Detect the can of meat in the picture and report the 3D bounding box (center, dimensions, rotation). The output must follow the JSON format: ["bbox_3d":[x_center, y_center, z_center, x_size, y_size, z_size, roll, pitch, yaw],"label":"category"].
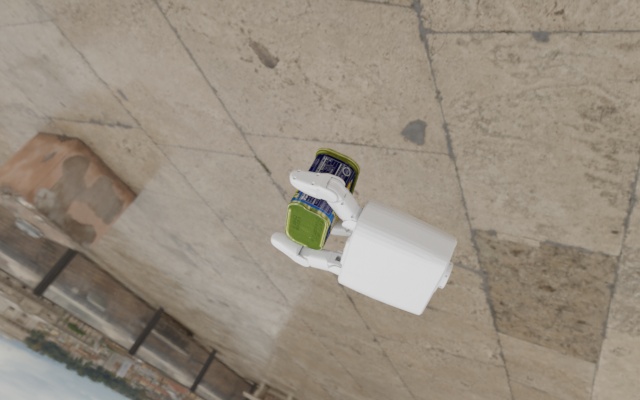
[{"bbox_3d":[0.000,0.002,0.570,0.057,0.084,0.102,25,-29,7],"label":"can of meat"}]
